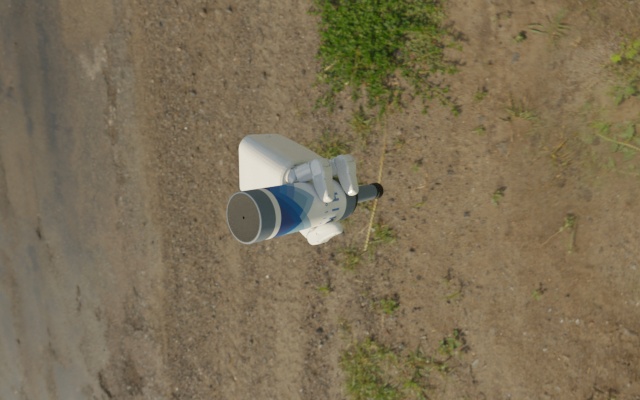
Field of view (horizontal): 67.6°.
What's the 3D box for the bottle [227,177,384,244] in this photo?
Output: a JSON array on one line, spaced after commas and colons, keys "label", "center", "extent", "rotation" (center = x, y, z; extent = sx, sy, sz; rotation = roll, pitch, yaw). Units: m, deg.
[{"label": "bottle", "center": [0.000, 0.002, 0.700], "extent": [0.069, 0.069, 0.295], "rotation": [0, 7, 41]}]
